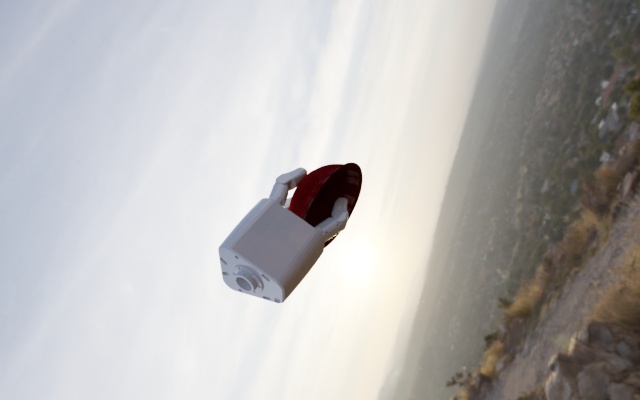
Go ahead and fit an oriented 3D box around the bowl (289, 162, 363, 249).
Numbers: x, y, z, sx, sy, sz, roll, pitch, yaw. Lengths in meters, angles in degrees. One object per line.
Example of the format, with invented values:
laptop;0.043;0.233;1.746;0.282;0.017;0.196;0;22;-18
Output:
bowl;0.001;0.002;0.761;0.055;0.162;0.162;30;14;26
